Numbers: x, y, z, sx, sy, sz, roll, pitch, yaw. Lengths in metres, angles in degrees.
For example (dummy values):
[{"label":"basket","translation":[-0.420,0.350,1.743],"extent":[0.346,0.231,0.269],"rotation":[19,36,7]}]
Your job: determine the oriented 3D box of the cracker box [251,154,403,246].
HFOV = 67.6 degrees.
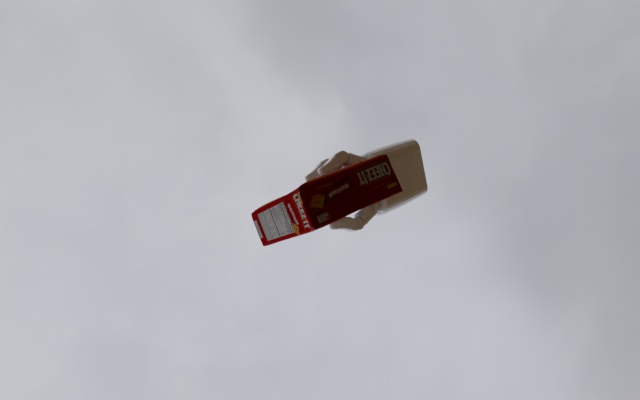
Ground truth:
[{"label":"cracker box","translation":[0.000,0.003,0.769],"extent":[0.164,0.072,0.214],"rotation":[-23,-1,-28]}]
